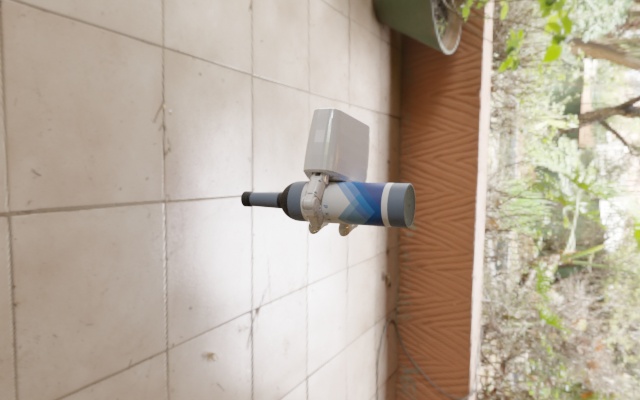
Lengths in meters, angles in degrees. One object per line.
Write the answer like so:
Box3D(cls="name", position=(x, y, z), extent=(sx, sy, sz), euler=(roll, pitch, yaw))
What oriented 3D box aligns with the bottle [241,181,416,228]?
Box3D(cls="bottle", position=(0.000, 0.003, 0.771), extent=(0.295, 0.069, 0.069), euler=(2, 1, 26))
